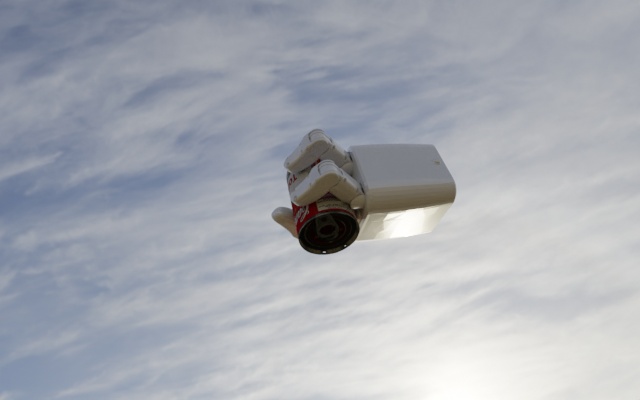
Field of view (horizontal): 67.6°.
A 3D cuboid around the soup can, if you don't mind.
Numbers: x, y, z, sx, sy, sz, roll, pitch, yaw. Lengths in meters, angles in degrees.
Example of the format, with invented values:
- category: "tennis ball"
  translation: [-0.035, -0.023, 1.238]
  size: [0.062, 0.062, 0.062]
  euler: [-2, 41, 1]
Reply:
- category: "soup can"
  translation: [0.000, 0.002, 0.549]
  size: [0.068, 0.069, 0.102]
  euler: [0, 44, -15]
